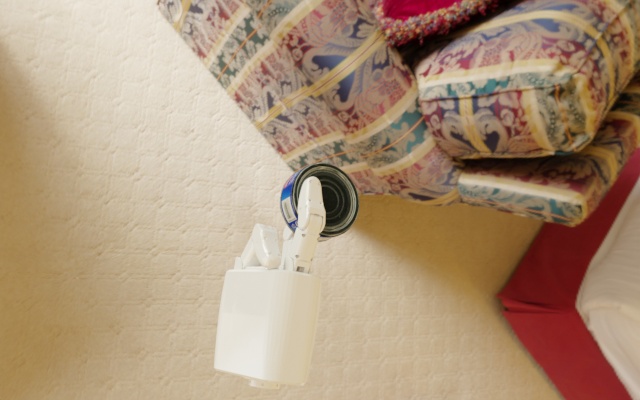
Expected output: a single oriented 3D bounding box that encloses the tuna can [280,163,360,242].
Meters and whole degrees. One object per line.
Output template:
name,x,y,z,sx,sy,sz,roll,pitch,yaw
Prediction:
tuna can,0.000,0.002,0.532,0.086,0.086,0.034,0,-14,-28
